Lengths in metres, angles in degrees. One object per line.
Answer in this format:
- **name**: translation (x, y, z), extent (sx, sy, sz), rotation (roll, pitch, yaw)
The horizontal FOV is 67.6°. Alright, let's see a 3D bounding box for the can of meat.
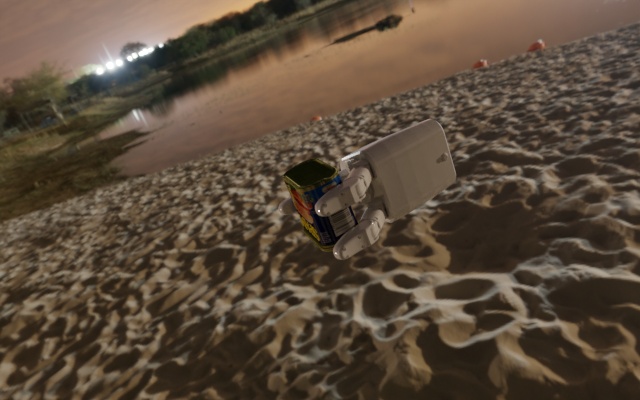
- **can of meat**: translation (0.000, 0.002, 0.577), extent (0.057, 0.084, 0.102), rotation (-27, 22, -12)
